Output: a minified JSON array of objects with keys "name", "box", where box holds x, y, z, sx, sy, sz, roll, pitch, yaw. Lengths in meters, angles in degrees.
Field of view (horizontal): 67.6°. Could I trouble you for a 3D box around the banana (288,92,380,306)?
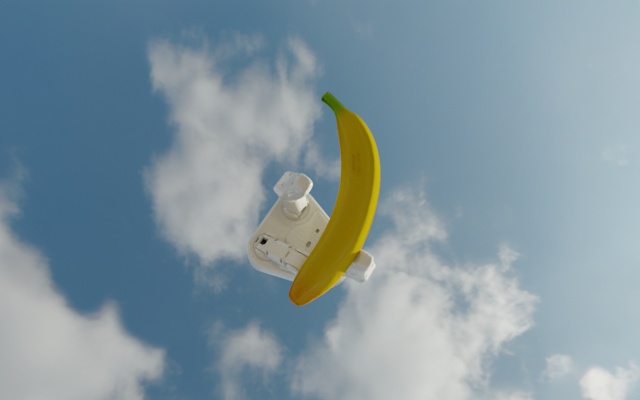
[{"name":"banana","box":[0.019,0.001,0.440,0.069,0.197,0.037,10,-14,-7]}]
